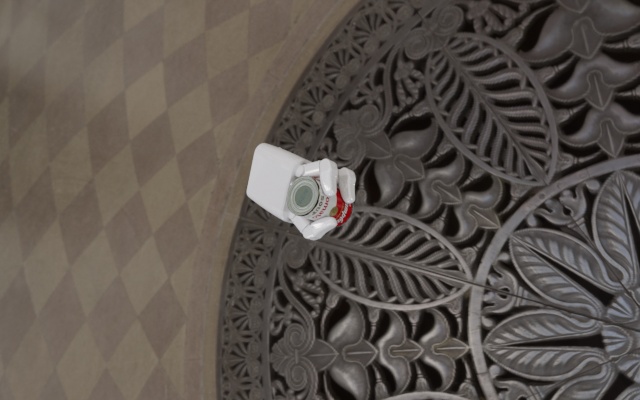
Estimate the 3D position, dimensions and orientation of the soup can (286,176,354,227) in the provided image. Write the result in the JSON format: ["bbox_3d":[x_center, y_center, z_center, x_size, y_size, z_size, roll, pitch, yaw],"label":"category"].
[{"bbox_3d":[0.000,0.003,0.795,0.068,0.068,0.102,0,-12,37],"label":"soup can"}]
